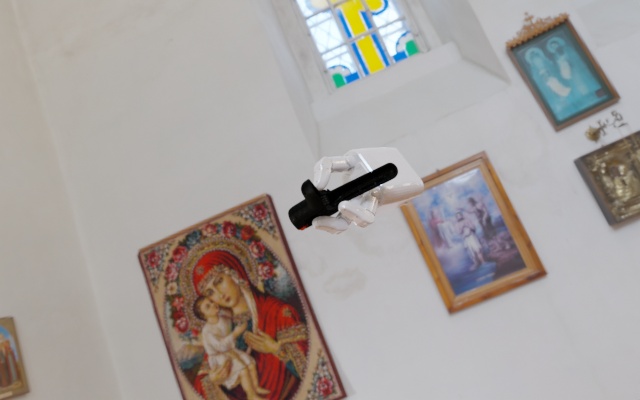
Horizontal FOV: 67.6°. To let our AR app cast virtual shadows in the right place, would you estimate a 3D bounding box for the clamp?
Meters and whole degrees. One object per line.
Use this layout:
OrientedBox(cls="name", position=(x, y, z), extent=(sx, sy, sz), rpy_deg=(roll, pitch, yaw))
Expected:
OrientedBox(cls="clamp", position=(0.000, 0.002, 0.741), extent=(0.164, 0.036, 0.210), rpy_deg=(-10, -17, -39))
